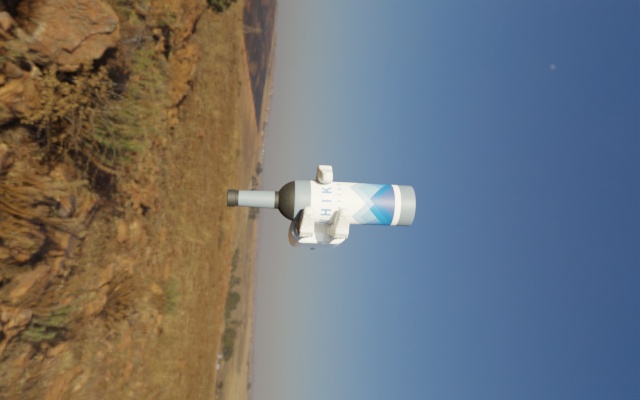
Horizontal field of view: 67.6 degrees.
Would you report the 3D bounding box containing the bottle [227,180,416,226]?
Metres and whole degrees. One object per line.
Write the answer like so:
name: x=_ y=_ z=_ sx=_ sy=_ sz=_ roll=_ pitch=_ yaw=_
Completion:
bottle: x=0.000 y=0.002 z=0.767 sx=0.296 sy=0.069 sz=0.069 roll=3 pitch=0 yaw=-7
